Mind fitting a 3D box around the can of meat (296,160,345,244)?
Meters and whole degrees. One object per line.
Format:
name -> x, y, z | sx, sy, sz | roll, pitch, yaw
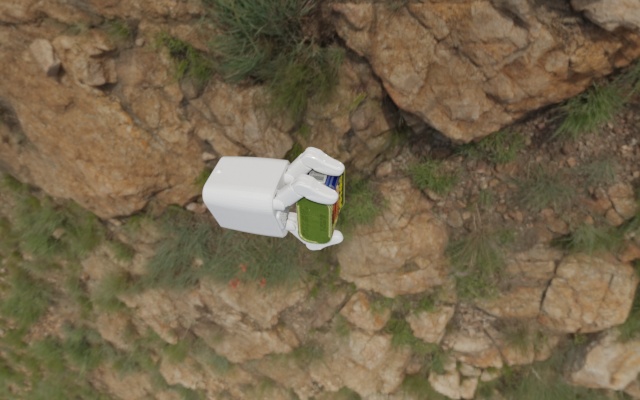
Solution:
can of meat -> 0.000, 0.003, 0.704 | 0.057, 0.102, 0.084 | 9, 45, 10
